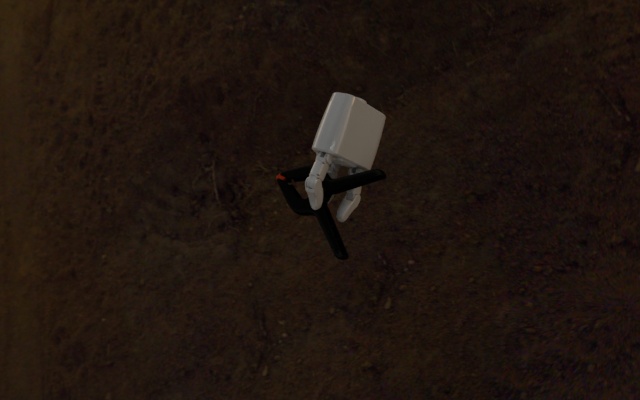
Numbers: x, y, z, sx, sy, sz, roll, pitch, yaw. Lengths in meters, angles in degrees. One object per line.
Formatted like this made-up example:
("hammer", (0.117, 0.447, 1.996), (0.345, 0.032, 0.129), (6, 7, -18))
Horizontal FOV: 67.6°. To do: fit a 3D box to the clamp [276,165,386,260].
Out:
("clamp", (-0.001, 0.002, 0.847), (0.210, 0.164, 0.036), (17, -5, 34))
